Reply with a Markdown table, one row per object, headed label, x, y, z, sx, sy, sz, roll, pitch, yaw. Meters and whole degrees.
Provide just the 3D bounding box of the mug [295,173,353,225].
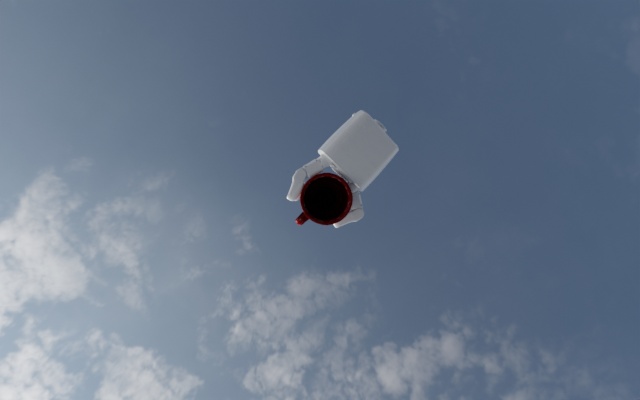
| label | x | y | z | sx | sy | sz | roll | pitch | yaw |
| --- | --- | --- | --- | --- | --- | --- | --- | --- | --- |
| mug | -0.001 | 0.004 | 0.881 | 0.093 | 0.117 | 0.081 | 45 | 1 | -5 |
